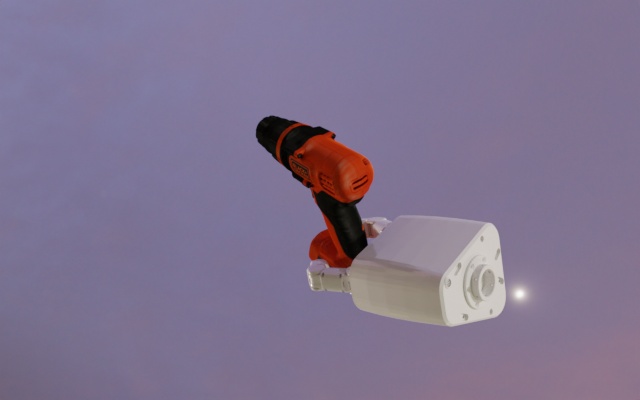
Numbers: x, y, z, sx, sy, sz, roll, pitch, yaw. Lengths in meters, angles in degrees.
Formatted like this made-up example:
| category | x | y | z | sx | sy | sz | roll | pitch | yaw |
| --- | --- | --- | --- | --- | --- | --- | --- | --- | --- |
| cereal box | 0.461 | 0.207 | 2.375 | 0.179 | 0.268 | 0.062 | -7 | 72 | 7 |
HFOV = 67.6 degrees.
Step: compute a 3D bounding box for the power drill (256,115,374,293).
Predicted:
| category | x | y | z | sx | sy | sz | roll | pitch | yaw |
| --- | --- | --- | --- | --- | --- | --- | --- | --- | --- |
| power drill | 0.000 | 0.002 | 0.539 | 0.057 | 0.188 | 0.184 | -32 | 38 | -18 |
